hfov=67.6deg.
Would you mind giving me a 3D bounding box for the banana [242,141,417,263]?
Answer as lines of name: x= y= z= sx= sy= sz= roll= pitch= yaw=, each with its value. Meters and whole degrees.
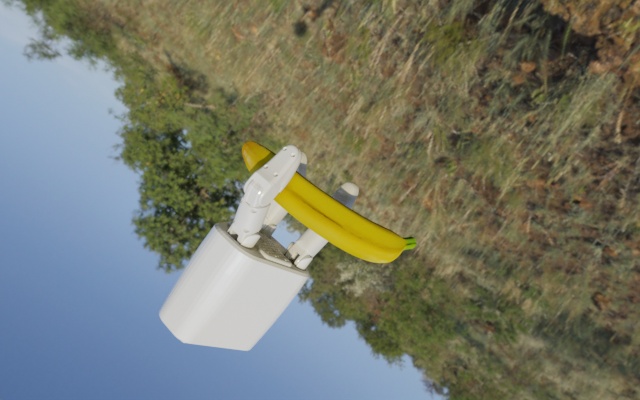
banana: x=0.000 y=0.007 z=0.449 sx=0.198 sy=0.037 sz=0.069 roll=33 pitch=13 yaw=1
